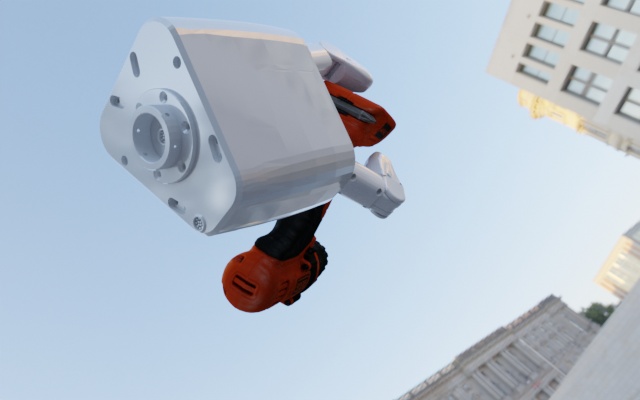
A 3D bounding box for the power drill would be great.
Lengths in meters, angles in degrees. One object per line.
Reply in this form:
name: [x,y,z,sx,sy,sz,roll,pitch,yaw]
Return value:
power drill: [0.000,0.001,0.418,0.057,0.187,0.184,27,7,12]
